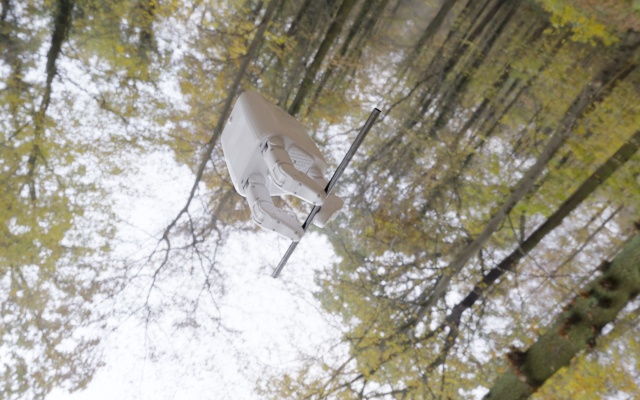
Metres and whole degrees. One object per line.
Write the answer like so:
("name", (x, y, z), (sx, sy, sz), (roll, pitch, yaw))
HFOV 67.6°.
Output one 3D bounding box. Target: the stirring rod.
("stirring rod", (0.000, 0.002, 0.523), (0.011, 0.240, 0.011), (24, 29, -14))
